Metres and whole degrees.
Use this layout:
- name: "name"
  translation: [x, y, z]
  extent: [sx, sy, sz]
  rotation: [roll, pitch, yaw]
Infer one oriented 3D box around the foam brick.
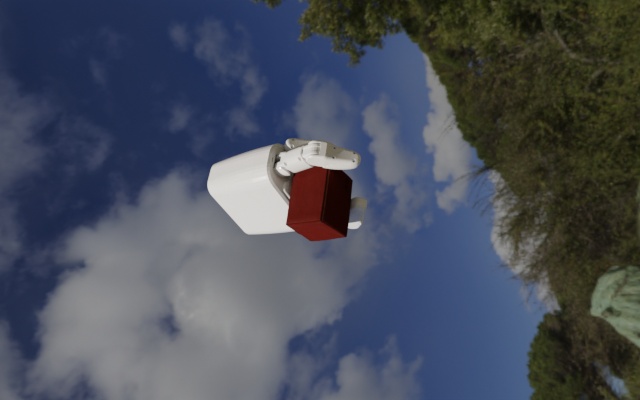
- name: "foam brick"
  translation: [0.000, 0.002, 0.552]
  extent: [0.051, 0.078, 0.053]
  rotation: [-11, -32, 33]
